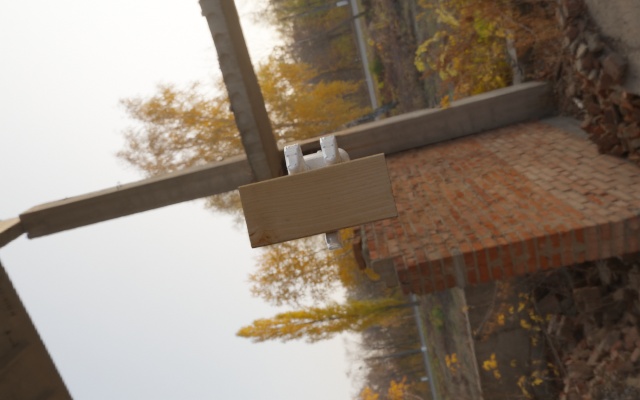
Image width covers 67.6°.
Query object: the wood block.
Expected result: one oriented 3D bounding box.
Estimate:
[{"bbox_3d":[0.000,0.003,0.690,0.206,0.091,0.090,-13,-2,6],"label":"wood block"}]
